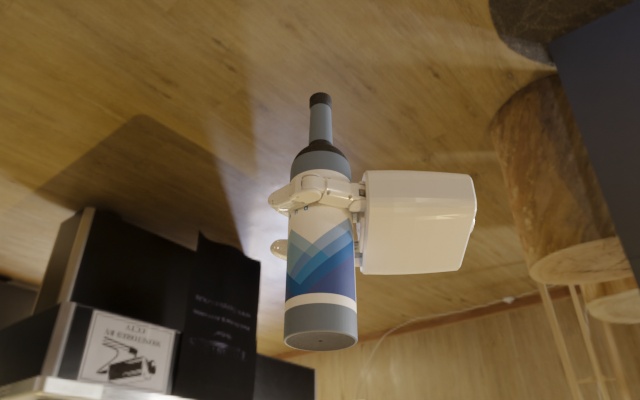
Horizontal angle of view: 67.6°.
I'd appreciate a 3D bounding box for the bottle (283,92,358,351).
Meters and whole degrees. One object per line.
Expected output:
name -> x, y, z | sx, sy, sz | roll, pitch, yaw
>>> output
bottle -> 0.000, 0.002, 0.504 | 0.069, 0.295, 0.069 | 0, -32, 0
